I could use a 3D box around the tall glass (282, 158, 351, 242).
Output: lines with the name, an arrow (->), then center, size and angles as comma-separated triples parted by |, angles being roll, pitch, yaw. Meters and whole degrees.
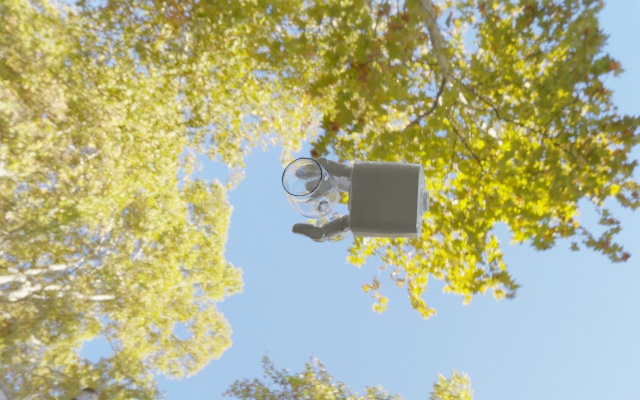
tall glass -> 0.000, 0.003, 0.771 | 0.079, 0.079, 0.201 | 0, -22, 17
